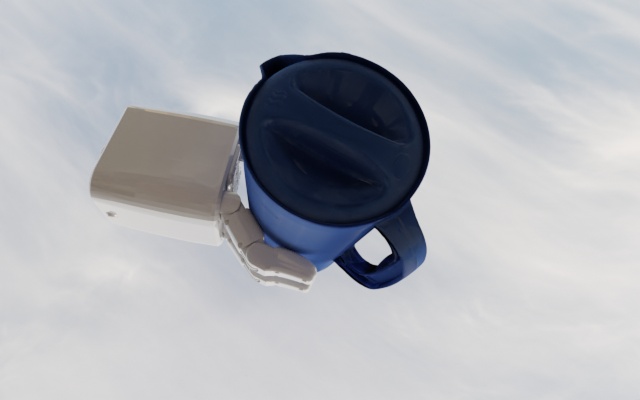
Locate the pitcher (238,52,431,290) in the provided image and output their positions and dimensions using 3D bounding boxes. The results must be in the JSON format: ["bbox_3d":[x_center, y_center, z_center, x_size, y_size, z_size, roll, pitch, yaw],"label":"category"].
[{"bbox_3d":[0.000,0.001,0.427,0.145,0.149,0.243,10,-21,-5],"label":"pitcher"}]
